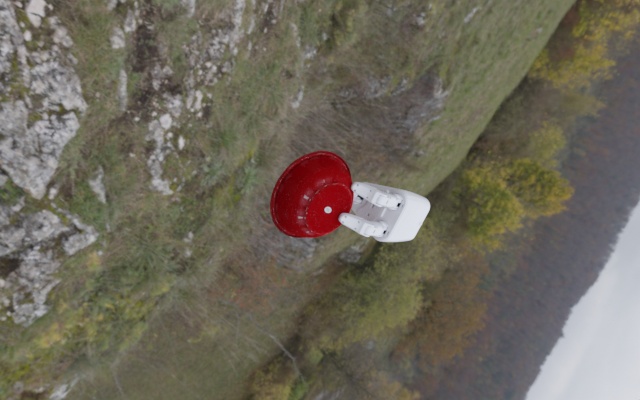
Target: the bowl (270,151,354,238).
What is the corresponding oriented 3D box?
[{"bbox_3d":[-0.001,0.003,0.788,0.162,0.162,0.055,0,25,-36],"label":"bowl"}]
